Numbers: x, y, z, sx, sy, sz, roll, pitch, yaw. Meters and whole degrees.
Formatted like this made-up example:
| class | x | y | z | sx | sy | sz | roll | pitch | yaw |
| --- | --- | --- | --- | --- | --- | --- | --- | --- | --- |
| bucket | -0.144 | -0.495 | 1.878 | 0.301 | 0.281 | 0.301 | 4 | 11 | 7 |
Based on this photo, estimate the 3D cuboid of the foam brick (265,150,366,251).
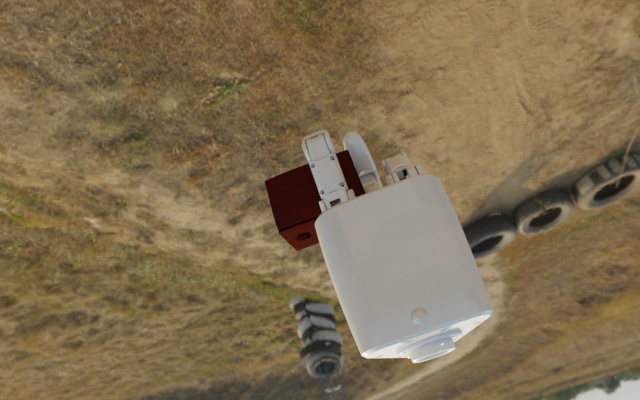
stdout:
| class | x | y | z | sx | sy | sz | roll | pitch | yaw |
| --- | --- | --- | --- | --- | --- | --- | --- | --- | --- |
| foam brick | 0.000 | 0.001 | 0.408 | 0.078 | 0.051 | 0.053 | -20 | -25 | 6 |
